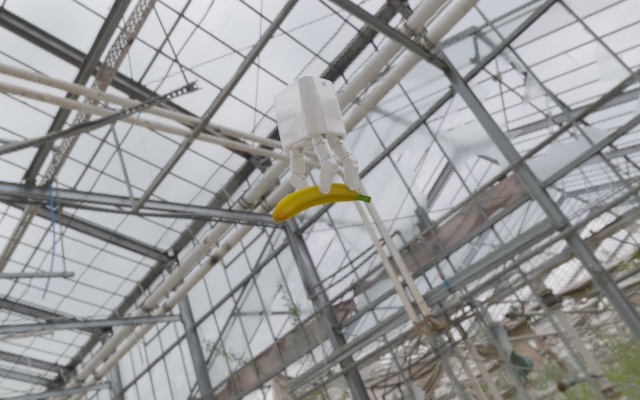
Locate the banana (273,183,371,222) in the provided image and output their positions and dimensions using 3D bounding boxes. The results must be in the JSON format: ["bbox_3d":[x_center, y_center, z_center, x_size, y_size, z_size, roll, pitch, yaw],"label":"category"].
[{"bbox_3d":[-0.007,-0.002,0.830,0.198,0.037,0.069,-13,21,-32],"label":"banana"}]
